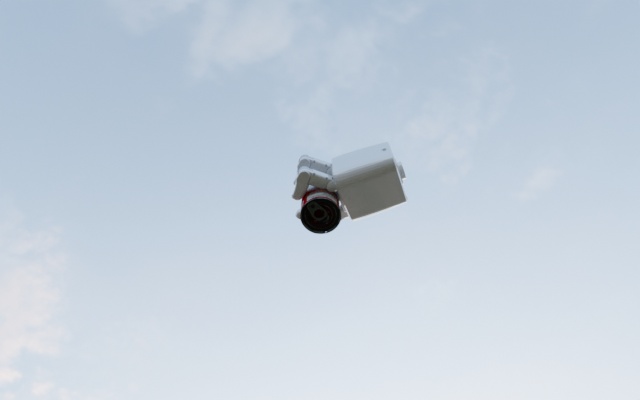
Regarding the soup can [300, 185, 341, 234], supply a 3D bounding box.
[{"bbox_3d":[0.000,0.003,0.825,0.068,0.068,0.102,0,28,0],"label":"soup can"}]
